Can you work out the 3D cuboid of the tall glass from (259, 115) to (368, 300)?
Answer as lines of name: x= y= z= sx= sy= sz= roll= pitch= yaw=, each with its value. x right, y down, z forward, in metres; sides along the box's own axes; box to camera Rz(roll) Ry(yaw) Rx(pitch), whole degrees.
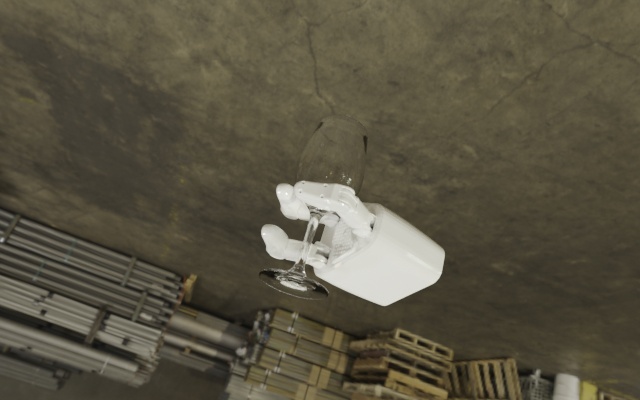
tall glass: x=0.000 y=0.002 z=0.528 sx=0.079 sy=0.201 sz=0.079 roll=14 pitch=-26 yaw=7
